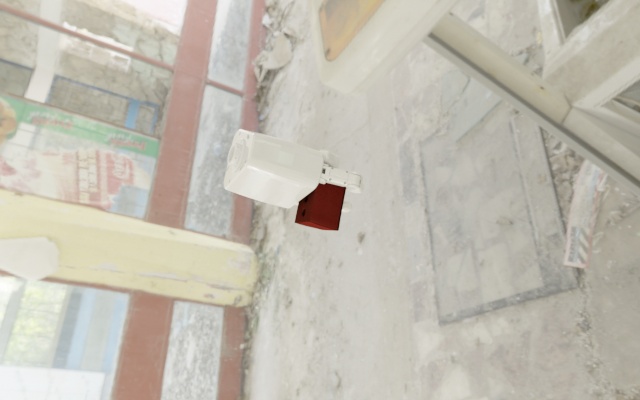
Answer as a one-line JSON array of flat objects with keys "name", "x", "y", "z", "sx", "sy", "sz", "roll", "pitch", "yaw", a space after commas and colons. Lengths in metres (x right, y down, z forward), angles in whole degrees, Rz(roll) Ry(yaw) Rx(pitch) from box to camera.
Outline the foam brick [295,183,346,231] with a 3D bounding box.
[{"name": "foam brick", "x": 0.000, "y": 0.003, "z": 0.711, "sx": 0.051, "sy": 0.078, "sz": 0.053, "roll": 15, "pitch": -11, "yaw": -26}]
